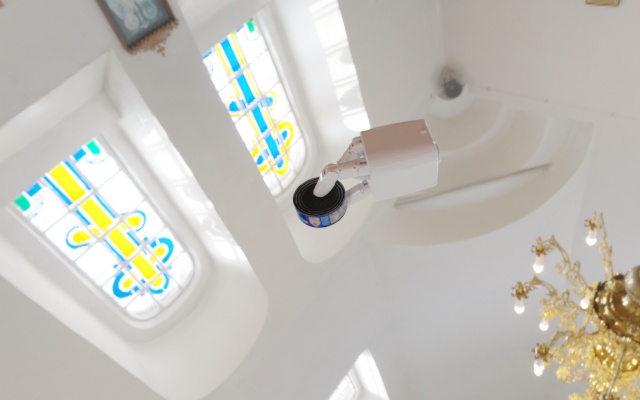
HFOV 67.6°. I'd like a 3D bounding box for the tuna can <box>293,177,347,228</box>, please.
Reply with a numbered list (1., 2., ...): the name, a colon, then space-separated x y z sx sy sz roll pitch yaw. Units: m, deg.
1. tuna can: 0.000 0.003 0.771 0.086 0.086 0.034 0 -42 14
